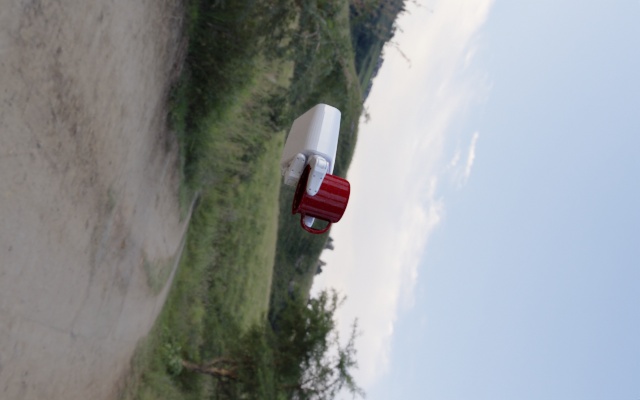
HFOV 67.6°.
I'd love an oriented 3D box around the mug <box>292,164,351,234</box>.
[{"bbox_3d":[0.000,0.004,0.836,0.081,0.117,0.093,17,-24,-12],"label":"mug"}]
